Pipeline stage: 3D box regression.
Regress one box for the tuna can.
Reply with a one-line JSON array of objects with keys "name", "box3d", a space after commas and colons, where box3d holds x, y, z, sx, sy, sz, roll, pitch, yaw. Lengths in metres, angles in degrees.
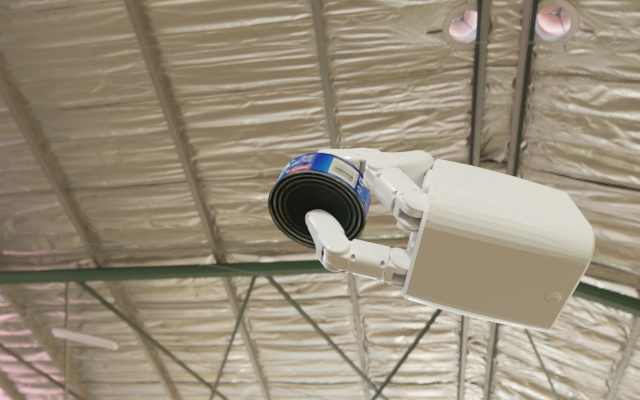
[{"name": "tuna can", "box3d": [0.000, 0.001, 0.416, 0.086, 0.086, 0.033, 0, 38, 19]}]
